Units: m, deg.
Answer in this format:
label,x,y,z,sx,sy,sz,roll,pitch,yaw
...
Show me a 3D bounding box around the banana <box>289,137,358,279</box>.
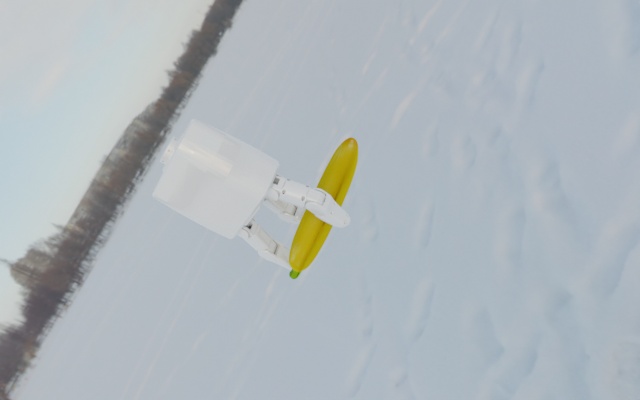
label,x,y,z,sx,sy,sz,roll,pitch,yaw
banana,0.003,0.005,0.587,0.037,0.198,0.069,27,-6,-12
